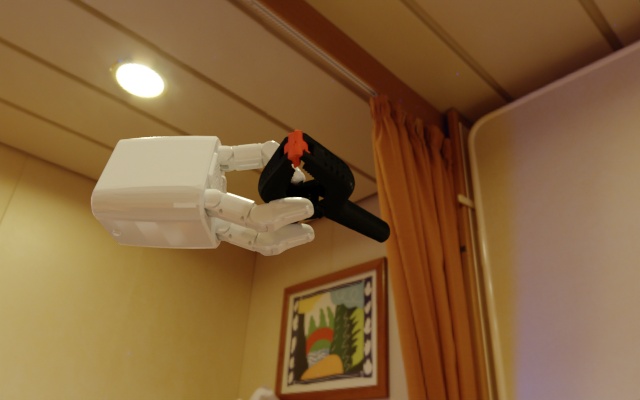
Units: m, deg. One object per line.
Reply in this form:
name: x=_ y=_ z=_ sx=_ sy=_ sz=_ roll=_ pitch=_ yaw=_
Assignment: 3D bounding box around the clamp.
clamp: x=0.000 y=0.001 z=0.498 sx=0.164 sy=0.036 sz=0.210 roll=-3 pitch=-30 yaw=-2
